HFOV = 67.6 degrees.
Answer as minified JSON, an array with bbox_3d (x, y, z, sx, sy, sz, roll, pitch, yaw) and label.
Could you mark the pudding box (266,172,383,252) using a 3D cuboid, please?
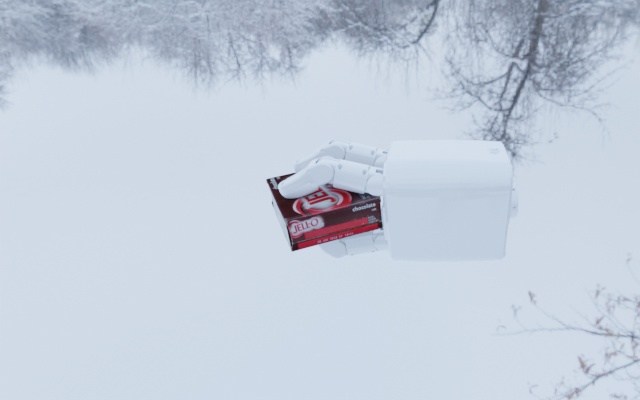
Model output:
[{"bbox_3d":[0.000,0.002,0.474,0.090,0.039,0.113,-13,22,-11],"label":"pudding box"}]
